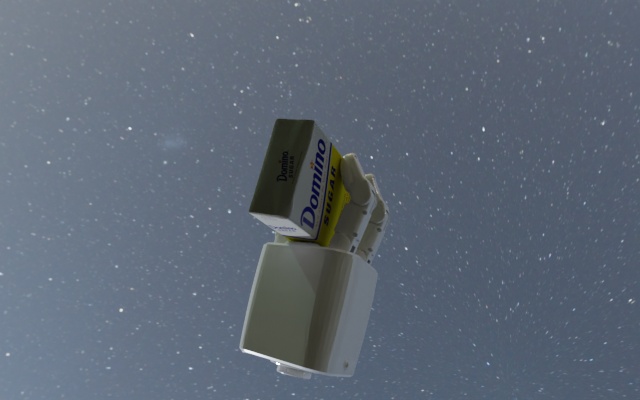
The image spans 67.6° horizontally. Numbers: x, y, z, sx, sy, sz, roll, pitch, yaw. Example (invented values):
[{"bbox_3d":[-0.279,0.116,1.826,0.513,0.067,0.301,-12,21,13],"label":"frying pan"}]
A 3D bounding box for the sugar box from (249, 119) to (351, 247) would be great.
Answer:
[{"bbox_3d":[0.001,0.002,0.476,0.048,0.093,0.176,7,-17,24],"label":"sugar box"}]
